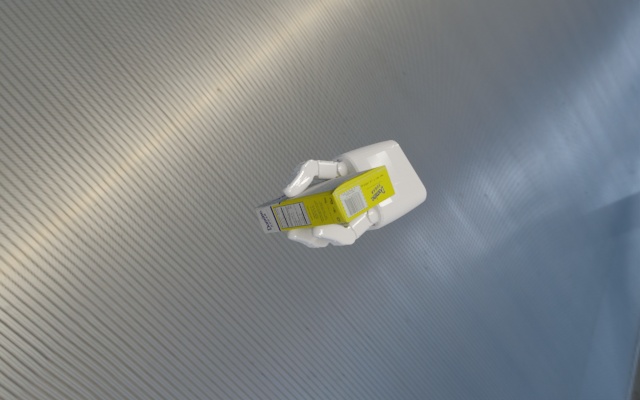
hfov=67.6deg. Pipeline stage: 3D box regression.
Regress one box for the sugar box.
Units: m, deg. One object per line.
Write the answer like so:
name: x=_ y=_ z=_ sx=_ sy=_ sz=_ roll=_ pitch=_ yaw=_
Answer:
sugar box: x=0.000 y=0.002 z=0.620 sx=0.093 sy=0.048 sz=0.176 roll=-27 pitch=7 yaw=-37
